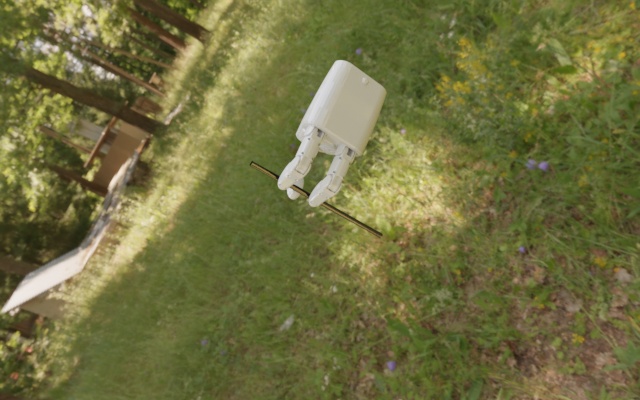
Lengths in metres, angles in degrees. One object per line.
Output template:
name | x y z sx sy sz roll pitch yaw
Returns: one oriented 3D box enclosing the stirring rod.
stirring rod | 0.000 0.002 0.710 0.239 0.011 0.011 29 -13 -24
